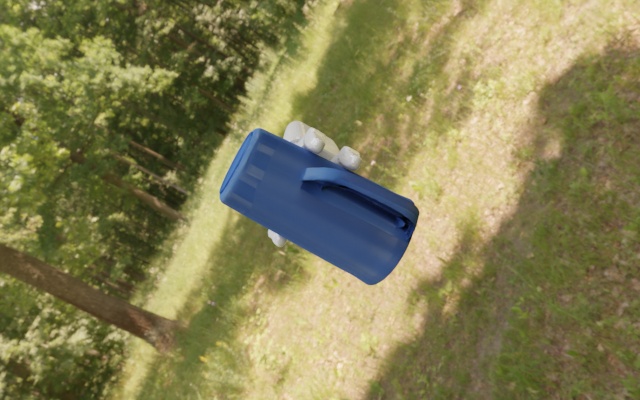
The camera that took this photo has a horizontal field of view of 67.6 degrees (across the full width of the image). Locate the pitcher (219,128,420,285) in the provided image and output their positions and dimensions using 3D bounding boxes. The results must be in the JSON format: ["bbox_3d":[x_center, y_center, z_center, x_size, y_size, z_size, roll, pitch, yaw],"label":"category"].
[{"bbox_3d":[0.000,0.002,0.627,0.243,0.149,0.145,27,20,-15],"label":"pitcher"}]
